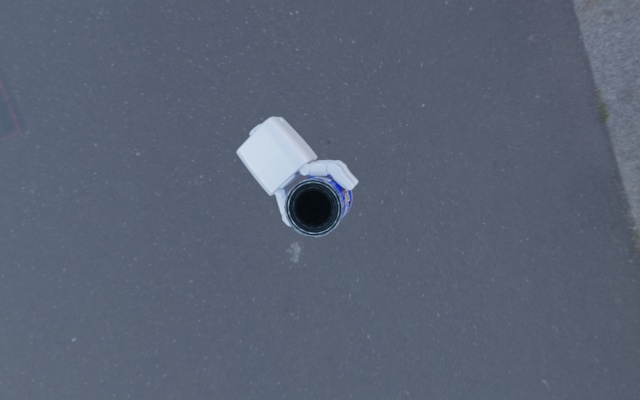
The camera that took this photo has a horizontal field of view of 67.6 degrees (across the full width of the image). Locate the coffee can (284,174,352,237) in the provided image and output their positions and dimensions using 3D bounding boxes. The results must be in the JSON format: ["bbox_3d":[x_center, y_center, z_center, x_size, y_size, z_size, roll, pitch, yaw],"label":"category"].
[{"bbox_3d":[0.000,0.003,0.882,0.103,0.103,0.140,0,9,11],"label":"coffee can"}]
